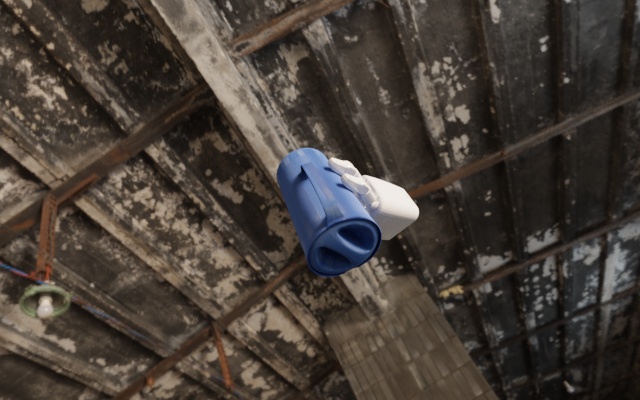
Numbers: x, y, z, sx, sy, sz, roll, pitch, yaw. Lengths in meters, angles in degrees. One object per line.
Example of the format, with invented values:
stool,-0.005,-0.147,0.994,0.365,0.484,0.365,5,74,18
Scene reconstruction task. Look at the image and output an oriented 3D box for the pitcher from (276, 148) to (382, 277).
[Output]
pitcher,0.000,0.003,0.861,0.145,0.149,0.242,12,32,-33
